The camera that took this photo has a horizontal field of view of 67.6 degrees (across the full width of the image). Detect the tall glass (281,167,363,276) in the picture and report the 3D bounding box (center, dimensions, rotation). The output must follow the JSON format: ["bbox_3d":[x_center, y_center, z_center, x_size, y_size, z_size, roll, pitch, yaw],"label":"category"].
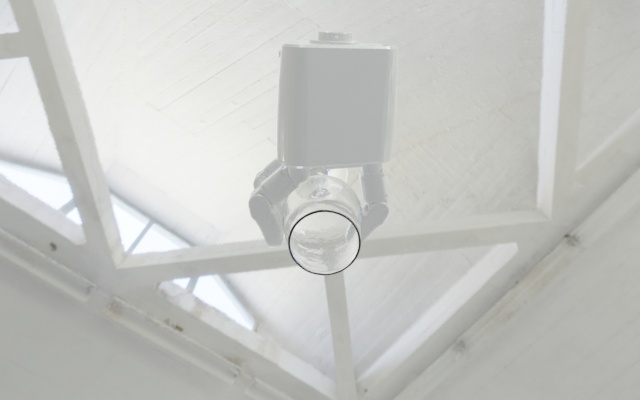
[{"bbox_3d":[0.000,0.002,0.494,0.079,0.079,0.201,0,21,-2],"label":"tall glass"}]
